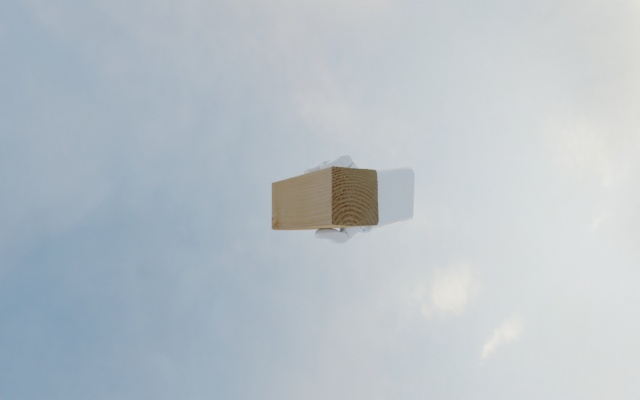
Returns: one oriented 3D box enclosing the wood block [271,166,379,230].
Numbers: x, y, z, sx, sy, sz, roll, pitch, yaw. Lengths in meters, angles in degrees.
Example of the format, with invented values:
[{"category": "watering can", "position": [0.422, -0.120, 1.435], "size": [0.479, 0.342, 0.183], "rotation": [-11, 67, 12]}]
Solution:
[{"category": "wood block", "position": [0.000, 0.003, 0.817], "size": [0.090, 0.091, 0.206], "rotation": [2, -6, -31]}]
